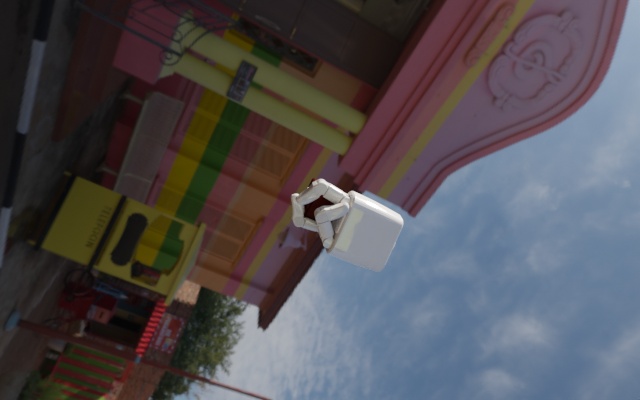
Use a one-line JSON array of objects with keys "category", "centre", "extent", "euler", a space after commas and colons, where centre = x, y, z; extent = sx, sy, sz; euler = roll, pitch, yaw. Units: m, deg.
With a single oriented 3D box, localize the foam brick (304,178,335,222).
[{"category": "foam brick", "centre": [0.000, 0.003, 0.877], "extent": [0.051, 0.053, 0.078], "euler": [23, 18, -15]}]
